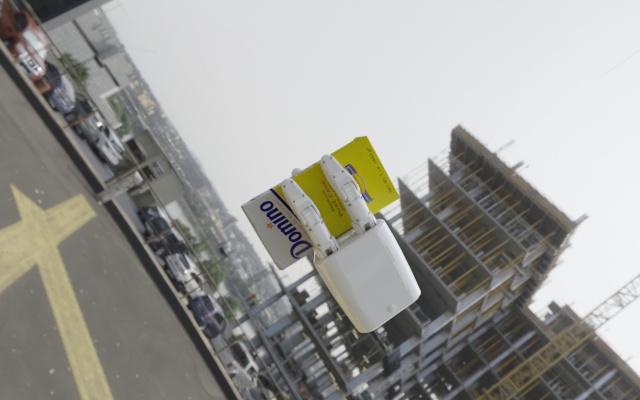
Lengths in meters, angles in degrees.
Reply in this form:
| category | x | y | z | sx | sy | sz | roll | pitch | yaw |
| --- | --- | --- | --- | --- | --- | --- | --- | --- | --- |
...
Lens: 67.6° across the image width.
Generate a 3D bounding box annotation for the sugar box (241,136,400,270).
| category | x | y | z | sx | sy | sz | roll | pitch | yaw |
| --- | --- | --- | --- | --- | --- | --- | --- | --- | --- |
| sugar box | 0.000 | 0.002 | 0.593 | 0.176 | 0.093 | 0.048 | -32 | 9 | -11 |
